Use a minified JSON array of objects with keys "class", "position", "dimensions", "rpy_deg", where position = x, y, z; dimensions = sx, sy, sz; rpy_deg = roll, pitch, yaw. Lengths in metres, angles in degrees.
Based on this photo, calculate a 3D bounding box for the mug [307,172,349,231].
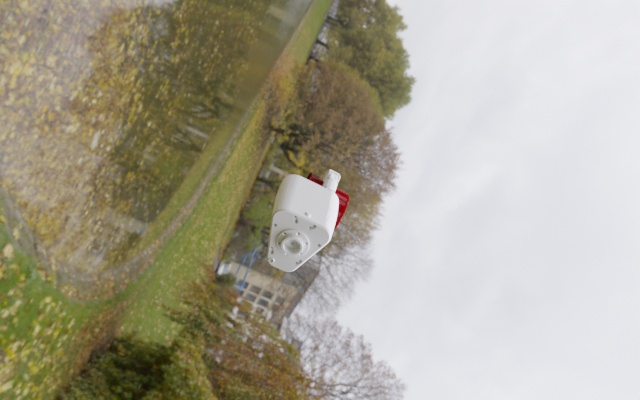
[{"class":"mug","position":[0.000,0.002,0.865],"dimensions":[0.081,0.093,0.117],"rpy_deg":[27,30,-7]}]
